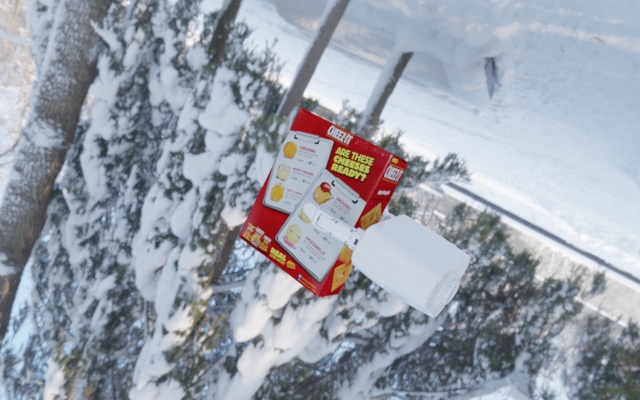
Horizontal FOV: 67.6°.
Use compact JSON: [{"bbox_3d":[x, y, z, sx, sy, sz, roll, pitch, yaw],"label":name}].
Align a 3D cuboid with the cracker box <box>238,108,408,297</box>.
[{"bbox_3d":[0.000,0.002,0.680,0.164,0.214,0.072,32,10,29],"label":"cracker box"}]
